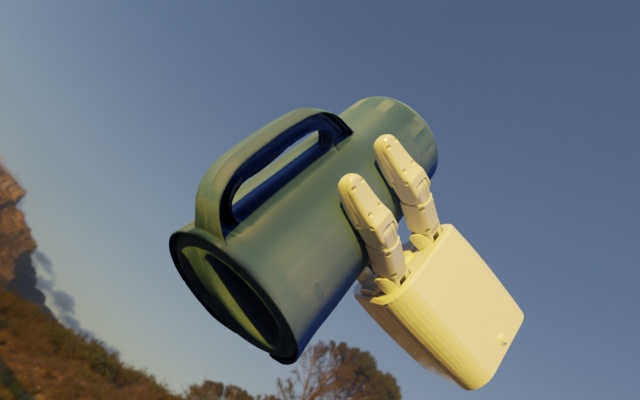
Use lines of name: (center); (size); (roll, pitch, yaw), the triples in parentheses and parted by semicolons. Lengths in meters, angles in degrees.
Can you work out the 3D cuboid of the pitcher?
pitcher: (0.000, 0.002, 0.412); (0.242, 0.145, 0.149); (-44, 4, -33)
